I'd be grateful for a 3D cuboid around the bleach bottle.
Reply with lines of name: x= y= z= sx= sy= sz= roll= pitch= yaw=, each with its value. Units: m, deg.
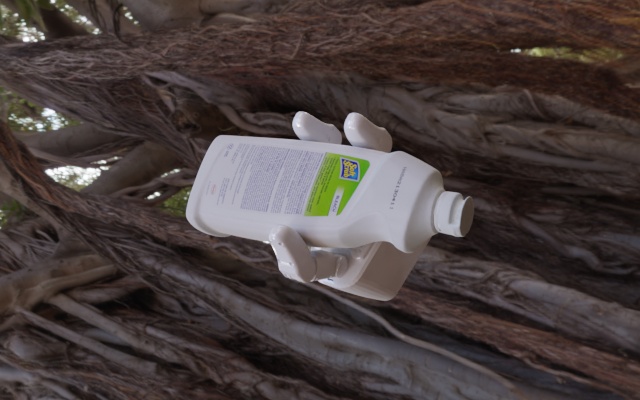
bleach bottle: x=0.000 y=0.001 z=0.408 sx=0.251 sy=0.102 sz=0.068 roll=10 pitch=-12 yaw=34
